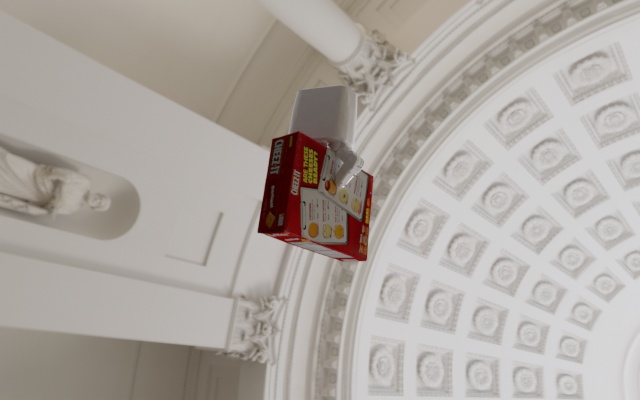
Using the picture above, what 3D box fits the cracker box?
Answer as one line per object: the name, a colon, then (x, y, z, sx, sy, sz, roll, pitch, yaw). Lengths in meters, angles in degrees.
cracker box: (0.000, 0.003, 0.811, 0.072, 0.164, 0.214, -8, -22, 40)
